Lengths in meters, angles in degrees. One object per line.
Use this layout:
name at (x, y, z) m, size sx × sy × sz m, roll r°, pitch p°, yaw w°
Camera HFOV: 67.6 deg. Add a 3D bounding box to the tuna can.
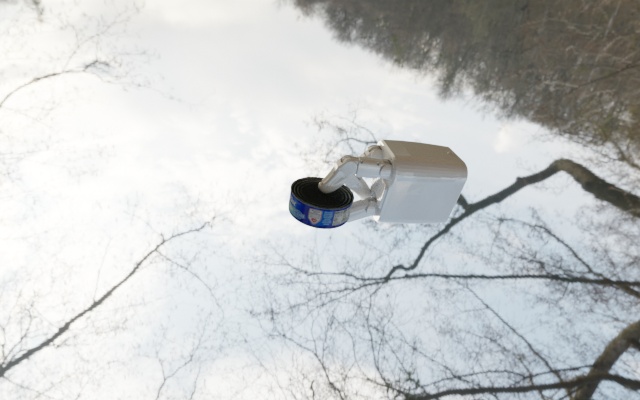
tuna can at (0.000, 0.003, 0.641) m, size 0.086 × 0.034 × 0.086 m, roll 9°, pitch 29°, yaw -5°
